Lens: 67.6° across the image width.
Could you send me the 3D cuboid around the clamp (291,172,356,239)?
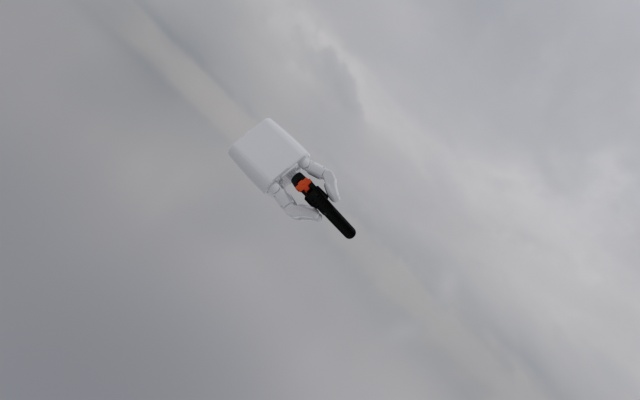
[{"bbox_3d":[0.000,0.002,0.877,0.164,0.036,0.210,45,0,11],"label":"clamp"}]
